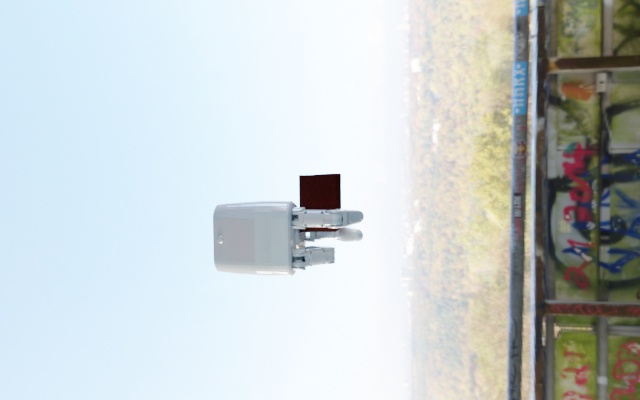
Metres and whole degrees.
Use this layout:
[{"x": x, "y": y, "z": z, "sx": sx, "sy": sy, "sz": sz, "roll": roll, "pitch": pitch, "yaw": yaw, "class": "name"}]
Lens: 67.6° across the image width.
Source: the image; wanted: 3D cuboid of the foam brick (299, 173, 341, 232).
[{"x": 0.000, "y": 0.002, "z": 0.648, "sx": 0.051, "sy": 0.078, "sz": 0.053, "roll": 0, "pitch": 3, "yaw": 10, "class": "foam brick"}]
